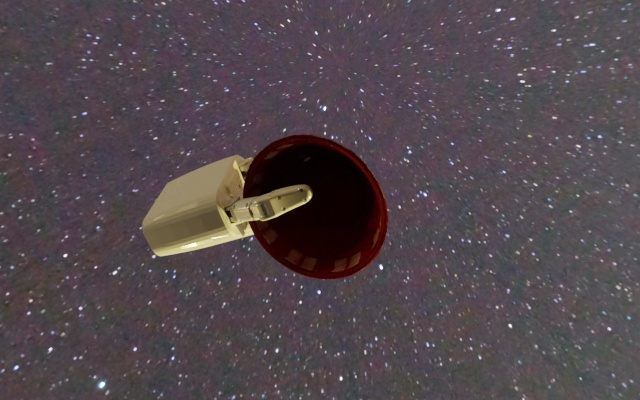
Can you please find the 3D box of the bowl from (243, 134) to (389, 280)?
[{"bbox_3d":[0.001,0.002,0.512,0.162,0.162,0.055,0,22,24],"label":"bowl"}]
